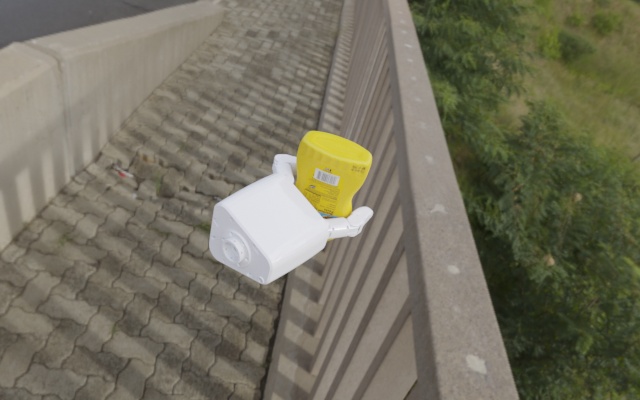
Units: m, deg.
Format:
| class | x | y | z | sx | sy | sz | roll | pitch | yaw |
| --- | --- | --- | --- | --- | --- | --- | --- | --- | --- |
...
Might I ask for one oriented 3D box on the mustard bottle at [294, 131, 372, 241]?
| class | x | y | z | sx | sy | sz | roll | pitch | yaw |
| --- | --- | --- | --- | --- | --- | --- | --- | --- | --- |
| mustard bottle | 0.000 | 0.002 | 0.673 | 0.096 | 0.192 | 0.058 | 20 | 37 | 3 |
